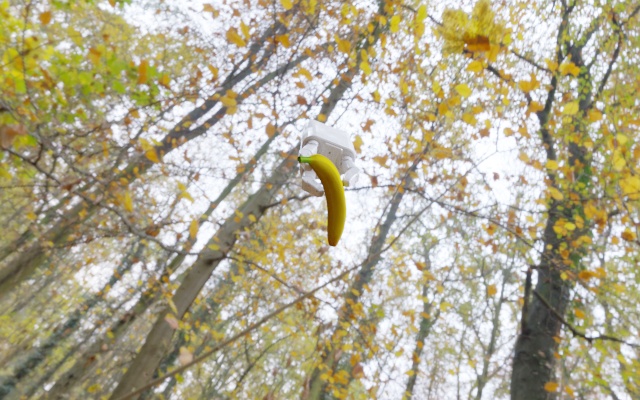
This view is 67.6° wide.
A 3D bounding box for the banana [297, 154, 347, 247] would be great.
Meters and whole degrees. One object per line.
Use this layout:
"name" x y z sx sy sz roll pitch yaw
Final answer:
"banana" 0.015 -0.009 0.872 0.069 0.198 0.037 -30 28 -17
